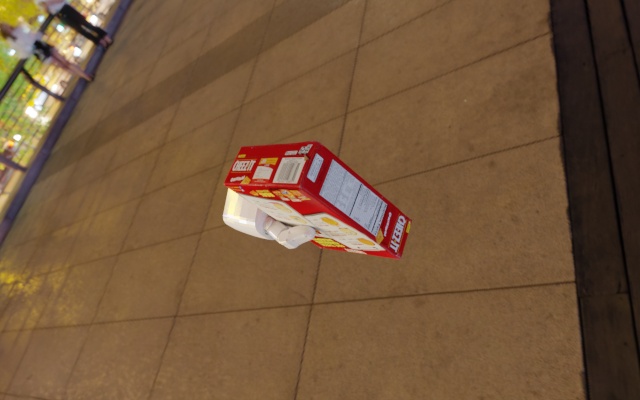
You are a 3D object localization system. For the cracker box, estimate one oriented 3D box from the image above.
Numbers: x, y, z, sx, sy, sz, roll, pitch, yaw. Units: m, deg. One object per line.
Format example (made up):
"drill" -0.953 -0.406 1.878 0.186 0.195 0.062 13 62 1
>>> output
"cracker box" 0.000 0.002 0.663 0.164 0.072 0.214 3 -25 47
